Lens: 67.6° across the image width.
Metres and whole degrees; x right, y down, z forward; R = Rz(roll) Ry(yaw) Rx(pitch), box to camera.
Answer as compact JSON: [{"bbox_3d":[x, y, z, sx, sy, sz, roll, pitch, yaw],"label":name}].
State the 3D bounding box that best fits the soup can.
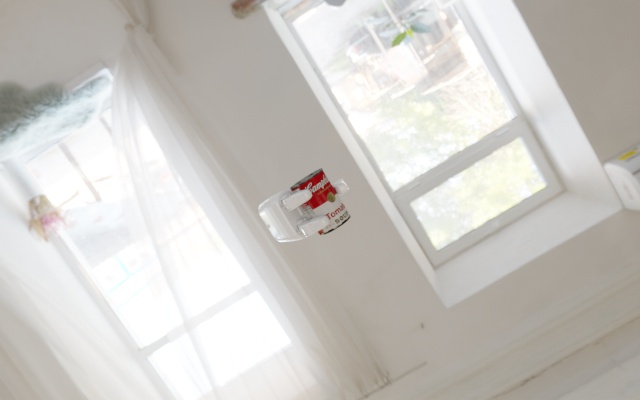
[{"bbox_3d":[0.001,0.003,0.855,0.068,0.102,0.068,-31,7,4],"label":"soup can"}]
